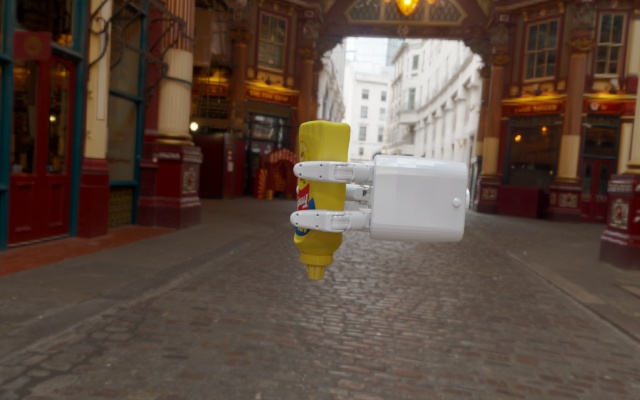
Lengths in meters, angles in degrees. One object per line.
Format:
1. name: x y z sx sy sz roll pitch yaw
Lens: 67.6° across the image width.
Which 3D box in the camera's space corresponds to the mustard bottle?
1. mustard bottle: 0.000 0.002 0.586 0.058 0.191 0.096 2 4 -19
